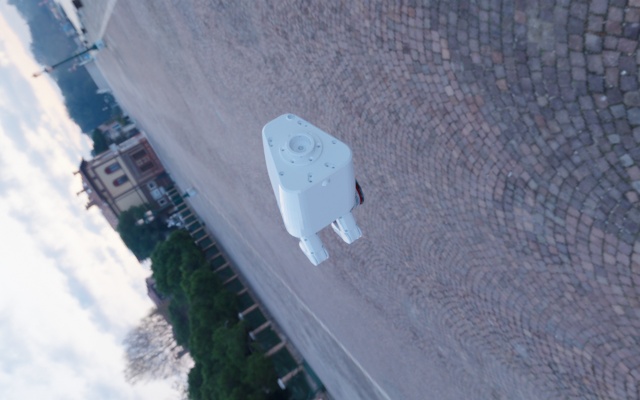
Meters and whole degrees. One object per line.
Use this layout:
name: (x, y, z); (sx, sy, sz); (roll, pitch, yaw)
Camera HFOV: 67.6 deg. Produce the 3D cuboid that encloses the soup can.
soup can: (0.000, 0.002, 0.661); (0.102, 0.068, 0.068); (-32, 9, -15)
